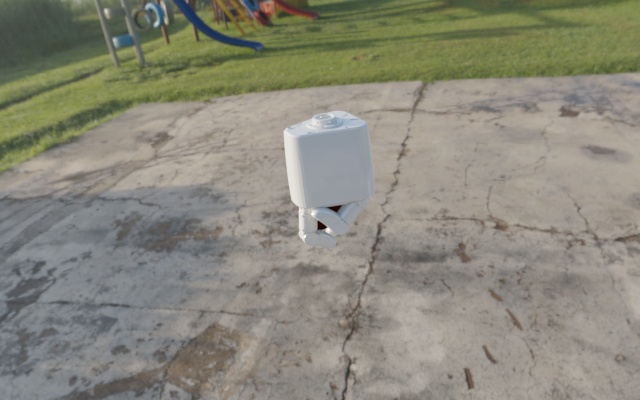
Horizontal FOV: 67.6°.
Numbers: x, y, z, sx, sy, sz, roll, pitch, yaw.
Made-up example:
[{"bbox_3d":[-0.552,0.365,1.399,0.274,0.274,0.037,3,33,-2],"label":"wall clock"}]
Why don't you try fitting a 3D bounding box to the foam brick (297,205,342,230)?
[{"bbox_3d":[0.000,0.002,0.732,0.053,0.051,0.078,-18,29,-19],"label":"foam brick"}]
